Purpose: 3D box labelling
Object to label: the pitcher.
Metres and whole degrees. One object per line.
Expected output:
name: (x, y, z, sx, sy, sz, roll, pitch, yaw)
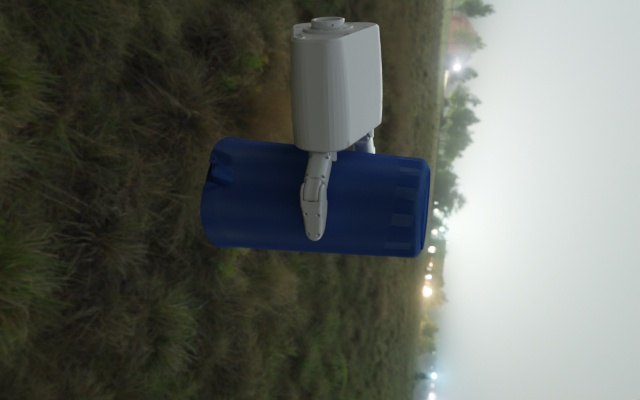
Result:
pitcher: (0.000, 0.002, 0.554, 0.243, 0.145, 0.149, 5, 29, 15)
